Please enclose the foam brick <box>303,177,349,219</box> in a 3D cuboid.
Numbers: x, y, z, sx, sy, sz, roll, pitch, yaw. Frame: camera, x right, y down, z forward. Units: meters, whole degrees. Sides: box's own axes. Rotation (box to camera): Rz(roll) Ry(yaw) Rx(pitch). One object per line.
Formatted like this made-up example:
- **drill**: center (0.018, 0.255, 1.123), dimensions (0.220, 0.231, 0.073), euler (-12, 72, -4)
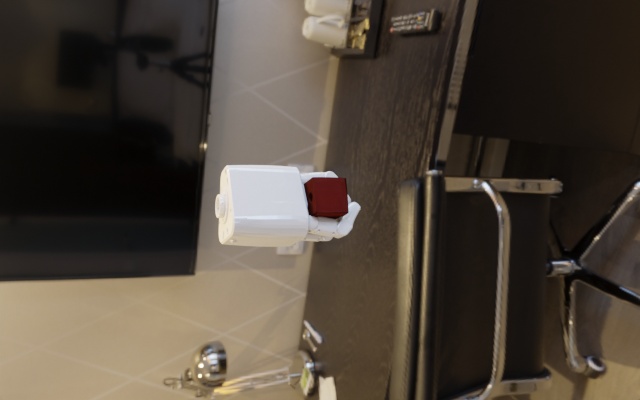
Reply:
- **foam brick**: center (0.000, 0.002, 0.689), dimensions (0.051, 0.053, 0.078), euler (2, -16, -24)
